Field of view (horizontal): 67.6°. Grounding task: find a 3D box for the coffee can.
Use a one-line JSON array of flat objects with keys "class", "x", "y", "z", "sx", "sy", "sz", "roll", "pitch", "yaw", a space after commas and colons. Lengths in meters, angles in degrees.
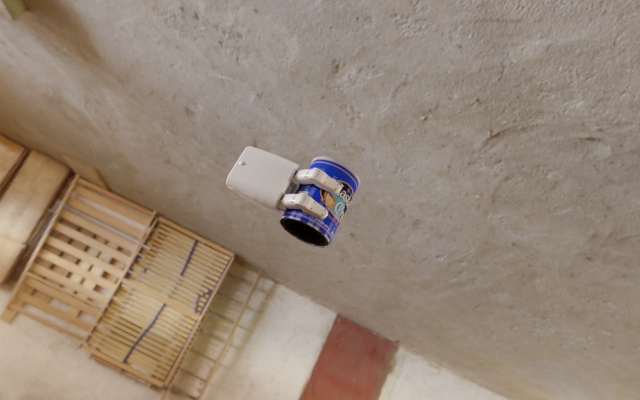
[{"class": "coffee can", "x": 0.000, "y": 0.003, "z": 0.899, "sx": 0.103, "sy": 0.140, "sz": 0.103, "roll": 23, "pitch": -23, "yaw": 11}]
